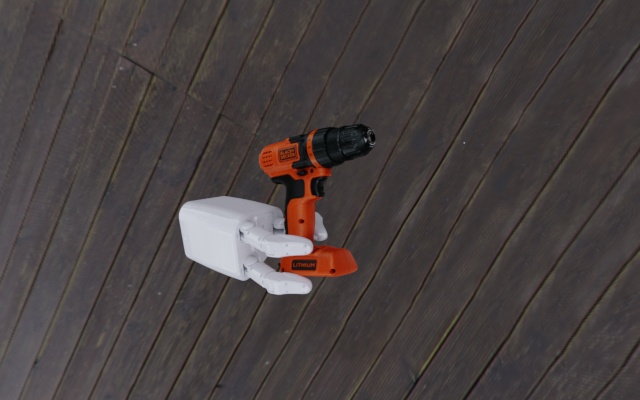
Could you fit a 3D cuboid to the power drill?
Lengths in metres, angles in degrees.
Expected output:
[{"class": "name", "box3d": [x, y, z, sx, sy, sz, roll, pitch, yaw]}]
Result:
[{"class": "power drill", "box3d": [0.000, 0.003, 0.620, 0.184, 0.187, 0.057, -8, -4, 43]}]
